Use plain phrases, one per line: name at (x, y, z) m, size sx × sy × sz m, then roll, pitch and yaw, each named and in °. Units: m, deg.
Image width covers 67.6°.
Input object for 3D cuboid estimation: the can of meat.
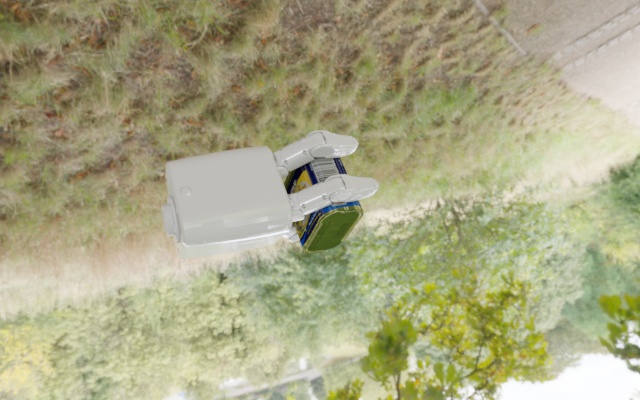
can of meat at (0.000, 0.002, 0.544) m, size 0.057 × 0.084 × 0.102 m, roll -8°, pitch -29°, yaw -24°
